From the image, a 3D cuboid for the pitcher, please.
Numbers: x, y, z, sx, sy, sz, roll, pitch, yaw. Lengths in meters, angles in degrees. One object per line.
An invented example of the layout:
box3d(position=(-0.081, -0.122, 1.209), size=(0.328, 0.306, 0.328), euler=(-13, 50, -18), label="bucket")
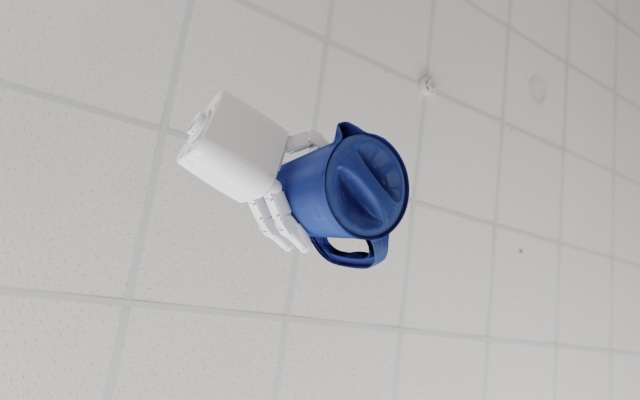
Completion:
box3d(position=(0.000, 0.002, 0.675), size=(0.145, 0.149, 0.243), euler=(32, -21, -26), label="pitcher")
